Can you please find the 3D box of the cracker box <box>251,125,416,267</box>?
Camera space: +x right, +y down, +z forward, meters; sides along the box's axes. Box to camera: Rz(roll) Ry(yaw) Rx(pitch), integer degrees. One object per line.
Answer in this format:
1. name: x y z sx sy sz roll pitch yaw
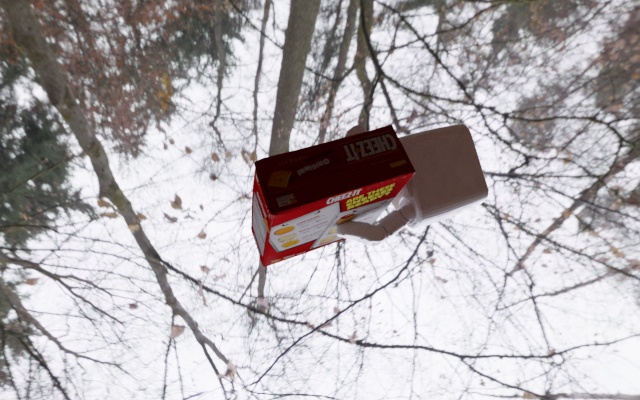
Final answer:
1. cracker box: 0.000 0.002 0.590 0.164 0.072 0.214 -17 -18 -15
